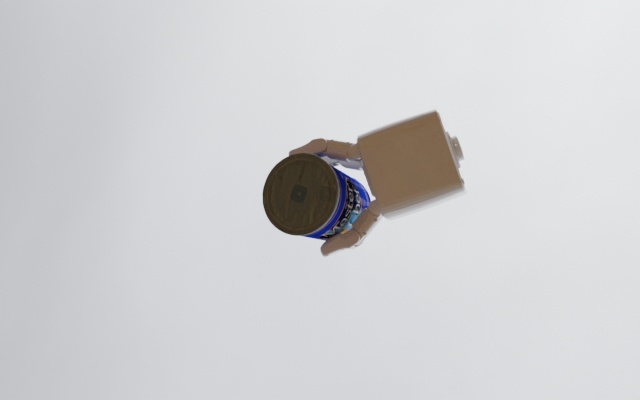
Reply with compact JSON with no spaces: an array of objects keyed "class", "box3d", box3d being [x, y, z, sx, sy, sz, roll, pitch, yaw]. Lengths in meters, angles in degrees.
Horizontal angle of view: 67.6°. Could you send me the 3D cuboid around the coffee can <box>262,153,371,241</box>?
[{"class":"coffee can","box3d":[0.000,0.002,0.645,0.103,0.103,0.140,0,-9,23]}]
